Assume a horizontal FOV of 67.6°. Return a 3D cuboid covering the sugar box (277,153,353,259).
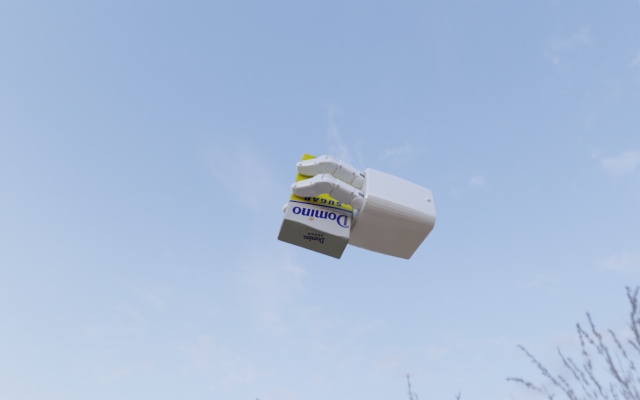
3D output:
[{"bbox_3d":[0.000,0.002,0.701,0.093,0.048,0.176,18,33,-5],"label":"sugar box"}]
